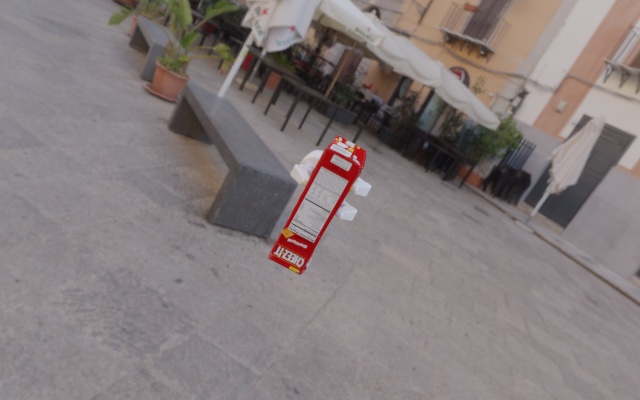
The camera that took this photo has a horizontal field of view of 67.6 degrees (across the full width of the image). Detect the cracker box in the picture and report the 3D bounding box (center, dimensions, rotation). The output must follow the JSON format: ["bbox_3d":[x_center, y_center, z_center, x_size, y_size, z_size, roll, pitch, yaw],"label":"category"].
[{"bbox_3d":[0.000,0.002,0.834,0.072,0.214,0.164,29,16,0],"label":"cracker box"}]
